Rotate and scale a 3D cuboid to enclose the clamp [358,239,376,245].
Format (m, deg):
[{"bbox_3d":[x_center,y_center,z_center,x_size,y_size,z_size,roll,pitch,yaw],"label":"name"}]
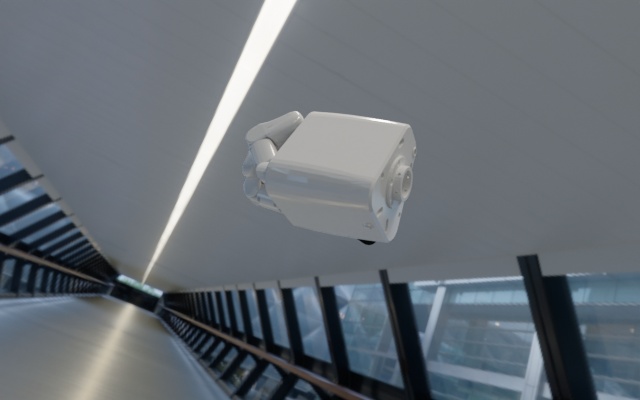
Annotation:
[{"bbox_3d":[0.000,0.001,0.566,0.120,0.039,0.171,11,-22,27],"label":"clamp"}]
